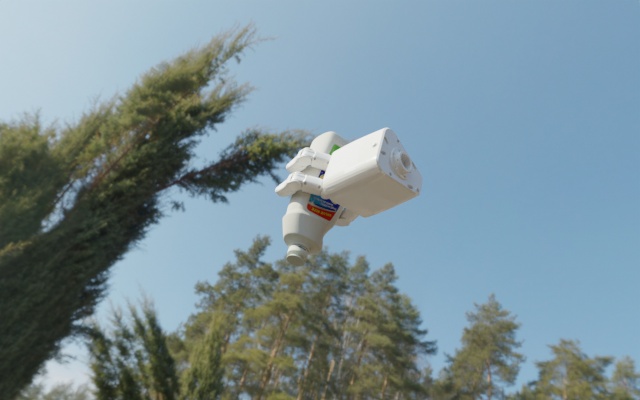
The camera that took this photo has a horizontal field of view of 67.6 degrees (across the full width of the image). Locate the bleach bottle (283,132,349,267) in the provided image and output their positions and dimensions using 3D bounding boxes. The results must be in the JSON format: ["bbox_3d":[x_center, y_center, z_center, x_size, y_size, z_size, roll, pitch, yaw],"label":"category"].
[{"bbox_3d":[0.000,0.002,0.787,0.068,0.250,0.102,-24,-55,40],"label":"bleach bottle"}]
